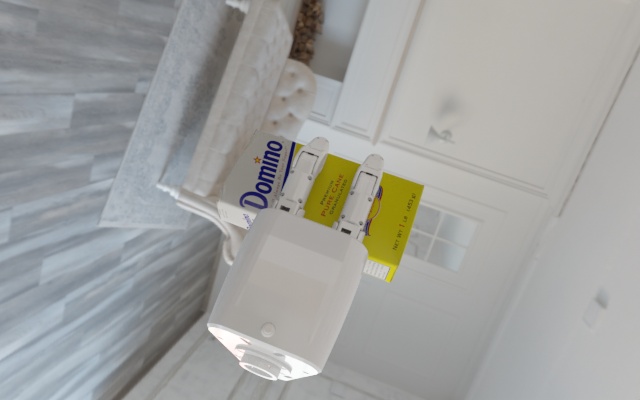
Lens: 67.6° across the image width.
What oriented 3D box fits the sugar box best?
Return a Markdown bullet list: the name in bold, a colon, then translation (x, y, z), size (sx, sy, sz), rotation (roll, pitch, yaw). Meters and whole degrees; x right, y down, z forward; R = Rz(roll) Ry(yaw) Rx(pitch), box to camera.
- **sugar box**: translation (0.000, 0.001, 0.456), size (0.176, 0.093, 0.048), rotation (20, -30, 6)
